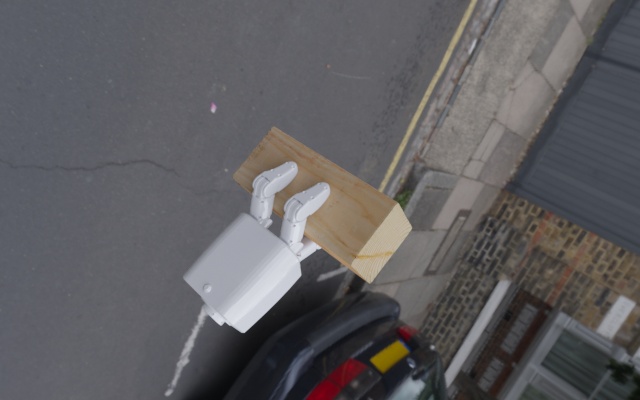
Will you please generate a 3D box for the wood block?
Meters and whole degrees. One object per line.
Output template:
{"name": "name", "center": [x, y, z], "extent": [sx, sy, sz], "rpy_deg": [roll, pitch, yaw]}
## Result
{"name": "wood block", "center": [0.000, 0.002, 0.607], "extent": [0.206, 0.090, 0.091], "rpy_deg": [35, -7, 30]}
